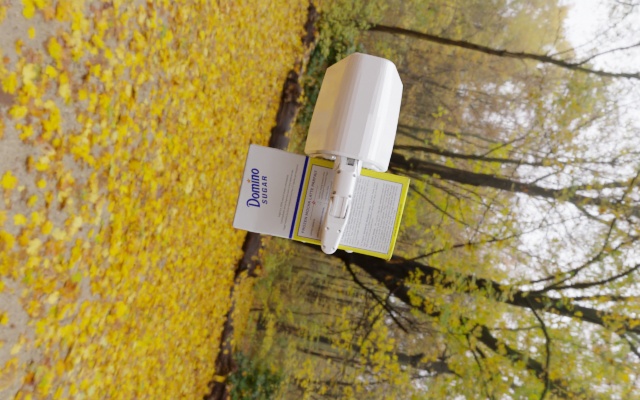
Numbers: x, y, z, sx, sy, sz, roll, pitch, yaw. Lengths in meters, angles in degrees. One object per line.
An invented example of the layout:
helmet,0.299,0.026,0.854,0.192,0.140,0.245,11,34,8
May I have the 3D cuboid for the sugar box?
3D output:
sugar box,0.000,0.002,0.526,0.176,0.093,0.048,13,1,-1
